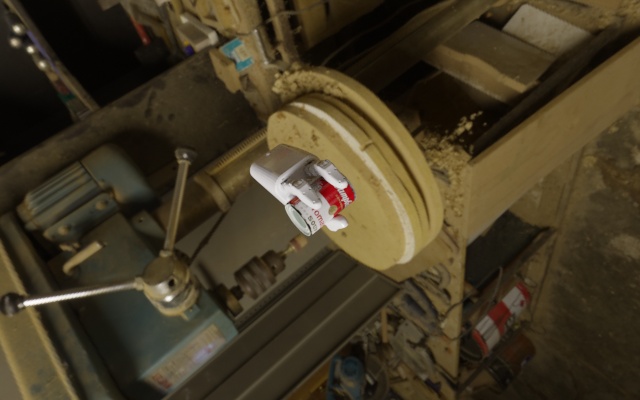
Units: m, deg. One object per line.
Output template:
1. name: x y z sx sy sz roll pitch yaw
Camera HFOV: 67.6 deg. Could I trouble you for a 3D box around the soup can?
1. soup can: 0.000 0.003 0.796 0.102 0.068 0.068 -38 13 -18
